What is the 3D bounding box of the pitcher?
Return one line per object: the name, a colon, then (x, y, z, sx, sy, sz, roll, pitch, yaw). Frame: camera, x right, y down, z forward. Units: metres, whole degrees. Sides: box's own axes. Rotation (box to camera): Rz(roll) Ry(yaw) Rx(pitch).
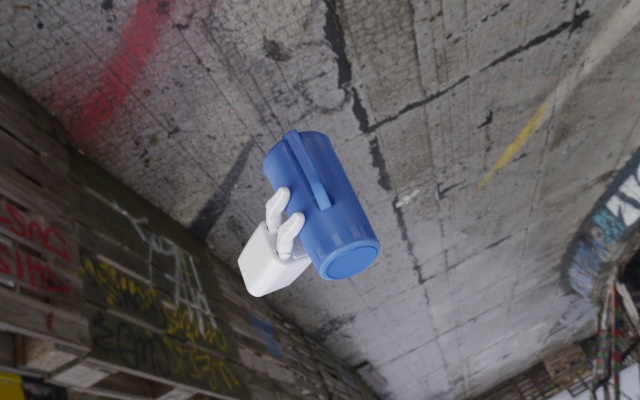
pitcher: (0.000, 0.003, 0.800, 0.149, 0.242, 0.145, 6, -45, -41)
